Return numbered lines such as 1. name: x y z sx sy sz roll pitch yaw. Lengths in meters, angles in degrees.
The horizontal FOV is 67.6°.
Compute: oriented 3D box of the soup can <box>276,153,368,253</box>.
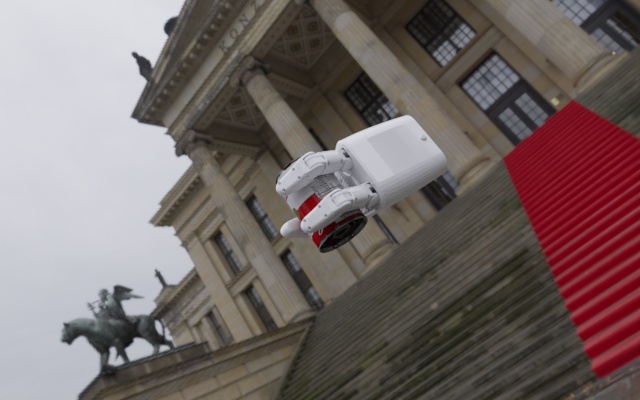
1. soup can: -0.001 0.002 0.571 0.068 0.102 0.068 -30 -21 -13
